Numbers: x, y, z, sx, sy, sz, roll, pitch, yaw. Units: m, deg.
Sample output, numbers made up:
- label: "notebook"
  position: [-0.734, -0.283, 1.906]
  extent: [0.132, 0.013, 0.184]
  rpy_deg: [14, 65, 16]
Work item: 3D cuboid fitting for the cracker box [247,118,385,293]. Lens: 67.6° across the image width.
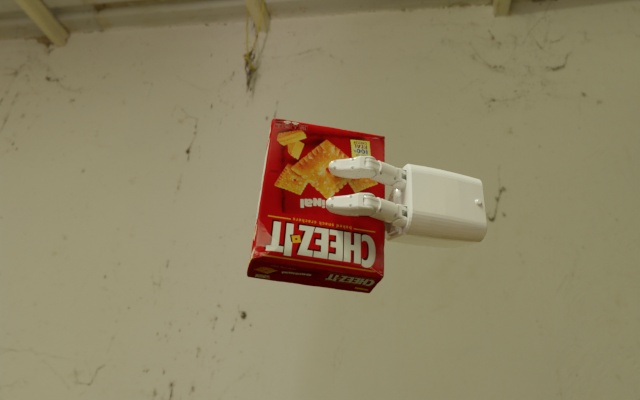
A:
- label: "cracker box"
  position: [0.000, 0.002, 0.636]
  extent: [0.164, 0.213, 0.072]
  rpy_deg: [9, -30, -8]
